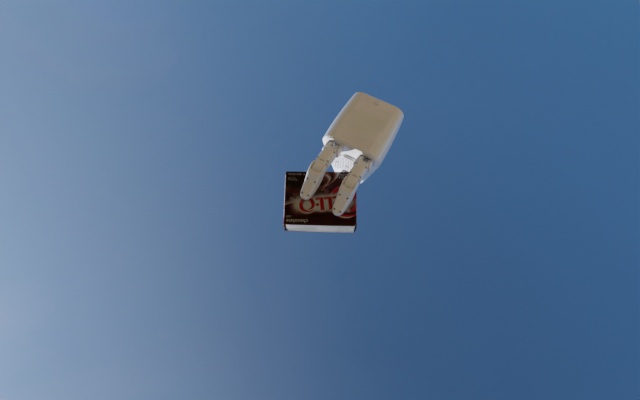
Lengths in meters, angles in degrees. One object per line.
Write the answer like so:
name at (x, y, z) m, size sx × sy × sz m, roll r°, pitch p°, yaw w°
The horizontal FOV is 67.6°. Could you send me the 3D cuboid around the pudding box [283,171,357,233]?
pudding box at (0.000, 0.002, 0.742) m, size 0.113 × 0.090 × 0.039 m, roll 0°, pitch -24°, yaw 1°
